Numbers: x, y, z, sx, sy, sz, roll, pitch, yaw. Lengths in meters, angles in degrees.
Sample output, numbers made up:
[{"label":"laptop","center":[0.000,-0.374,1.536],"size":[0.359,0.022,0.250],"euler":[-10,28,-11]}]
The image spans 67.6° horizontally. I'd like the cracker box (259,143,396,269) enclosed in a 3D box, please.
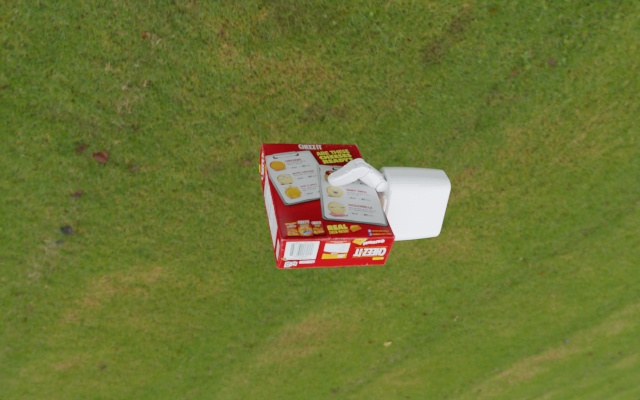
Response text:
[{"label":"cracker box","center":[0.000,0.002,0.729],"size":[0.164,0.072,0.213],"euler":[-1,43,-16]}]
